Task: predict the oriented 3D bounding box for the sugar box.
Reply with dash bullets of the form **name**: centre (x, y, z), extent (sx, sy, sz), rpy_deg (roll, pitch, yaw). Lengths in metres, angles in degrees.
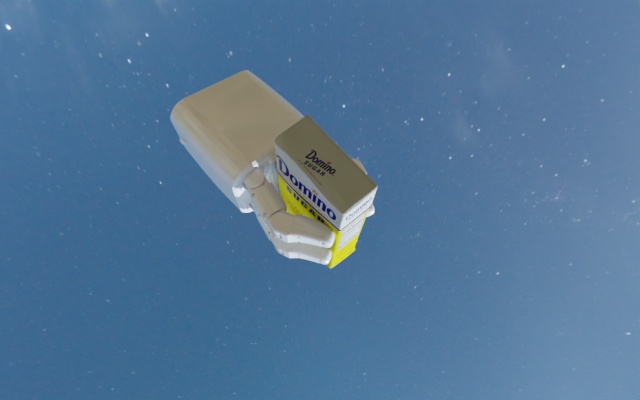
- **sugar box**: centre (0.000, 0.002, 0.475), extent (0.048, 0.093, 0.176), rpy_deg (-39, -16, -14)
